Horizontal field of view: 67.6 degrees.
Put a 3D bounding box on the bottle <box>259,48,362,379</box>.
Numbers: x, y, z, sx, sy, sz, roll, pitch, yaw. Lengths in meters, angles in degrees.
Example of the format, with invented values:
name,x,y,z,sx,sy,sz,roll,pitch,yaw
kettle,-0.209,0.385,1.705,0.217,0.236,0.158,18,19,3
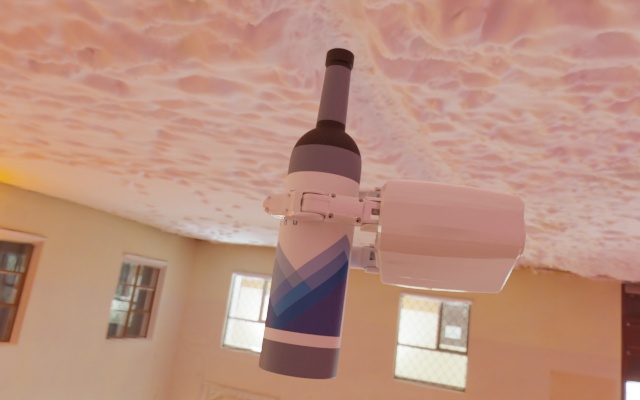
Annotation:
name,x,y,z,sx,sy,sz,roll,pitch,yaw
bottle,0.000,0.002,0.432,0.069,0.295,0.069,7,-12,2
